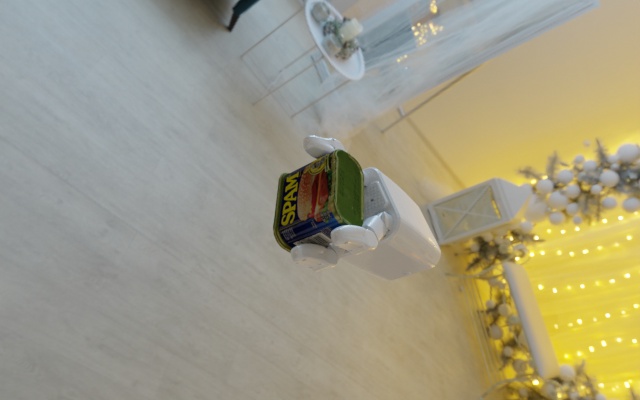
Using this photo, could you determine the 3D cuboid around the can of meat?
[{"bbox_3d":[0.000,0.001,0.526,0.084,0.102,0.057,-24,-44,32],"label":"can of meat"}]
